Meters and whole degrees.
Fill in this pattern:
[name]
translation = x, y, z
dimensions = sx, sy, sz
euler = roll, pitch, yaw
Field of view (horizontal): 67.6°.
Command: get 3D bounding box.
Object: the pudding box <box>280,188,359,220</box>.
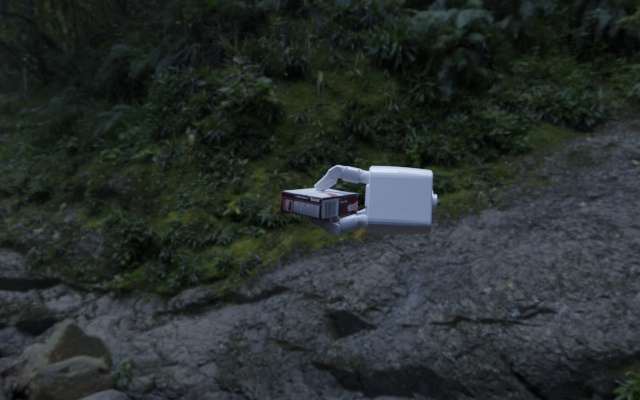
[pudding box]
translation = 0.000, 0.003, 0.832
dimensions = 0.090, 0.039, 0.113
euler = 9, 9, 36
